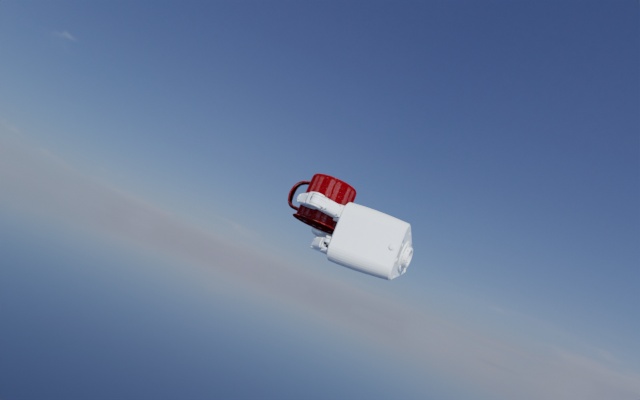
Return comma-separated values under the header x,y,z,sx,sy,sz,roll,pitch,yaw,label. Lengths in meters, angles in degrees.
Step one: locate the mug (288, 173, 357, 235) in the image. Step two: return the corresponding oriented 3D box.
x,y,z,sx,sy,sz,roll,pitch,yaw,label
-0.001,0.002,0.817,0.117,0.081,0.093,19,-11,21,mug
